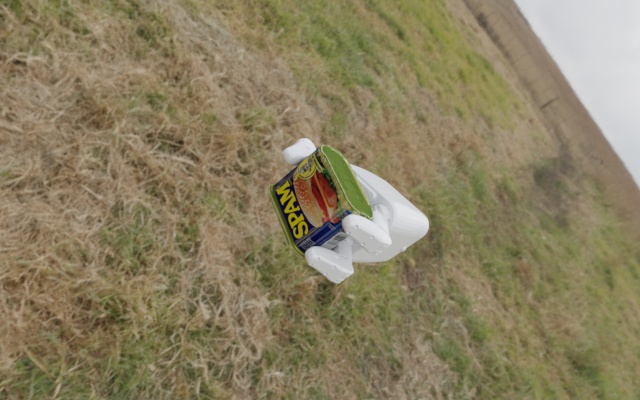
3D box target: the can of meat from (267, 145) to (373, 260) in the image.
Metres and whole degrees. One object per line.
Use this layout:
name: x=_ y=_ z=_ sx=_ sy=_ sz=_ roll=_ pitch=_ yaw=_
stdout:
can of meat: x=0.000 y=0.001 z=0.523 sx=0.084 sy=0.102 sz=0.057 roll=-39 pitch=-32 yaw=24
